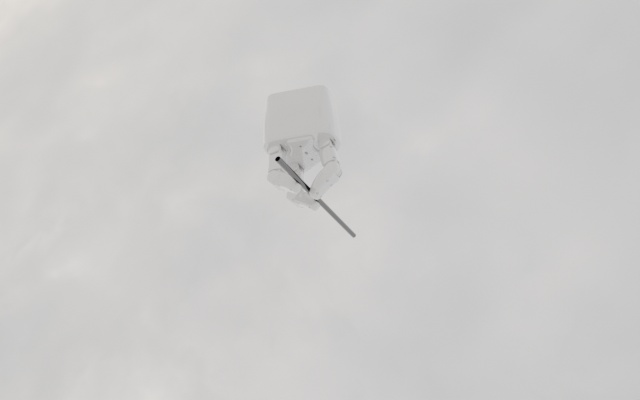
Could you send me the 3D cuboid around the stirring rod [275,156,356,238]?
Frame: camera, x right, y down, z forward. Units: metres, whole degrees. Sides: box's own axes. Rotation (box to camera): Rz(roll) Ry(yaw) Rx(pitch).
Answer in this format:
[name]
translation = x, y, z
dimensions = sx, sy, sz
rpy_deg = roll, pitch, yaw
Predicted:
[stirring rod]
translation = 0.000, 0.002, 0.713
dimensions = 0.011, 0.011, 0.240
rpy_deg = 0, -28, 32
